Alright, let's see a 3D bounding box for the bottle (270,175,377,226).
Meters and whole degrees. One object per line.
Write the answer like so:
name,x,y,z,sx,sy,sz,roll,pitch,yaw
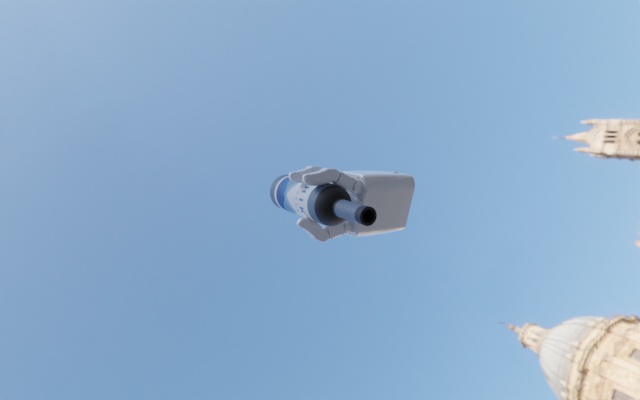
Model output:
bottle,0.000,0.003,0.786,0.069,0.069,0.295,0,8,-27
